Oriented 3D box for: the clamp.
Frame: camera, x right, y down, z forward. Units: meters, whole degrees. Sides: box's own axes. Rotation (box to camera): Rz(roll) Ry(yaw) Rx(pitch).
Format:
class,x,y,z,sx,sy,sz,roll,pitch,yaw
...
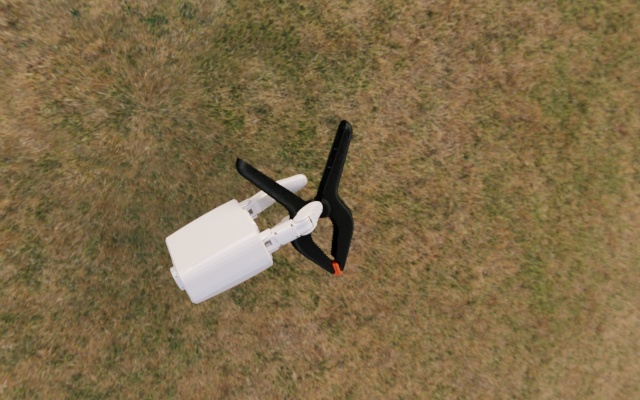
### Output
class,x,y,z,sx,sy,sz,roll,pitch,yaw
clamp,0.000,0.003,0.654,0.164,0.210,0.036,-28,18,-11
